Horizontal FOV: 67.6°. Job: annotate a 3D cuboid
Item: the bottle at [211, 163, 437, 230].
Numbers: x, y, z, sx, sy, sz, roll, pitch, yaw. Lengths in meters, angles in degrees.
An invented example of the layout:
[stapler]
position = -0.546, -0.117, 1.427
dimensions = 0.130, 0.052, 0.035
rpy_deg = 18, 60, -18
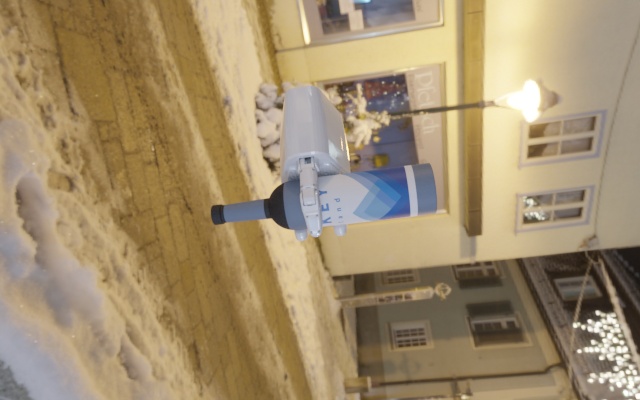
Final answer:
[bottle]
position = 0.000, 0.002, 0.634
dimensions = 0.296, 0.069, 0.069
rpy_deg = -7, -1, 6
